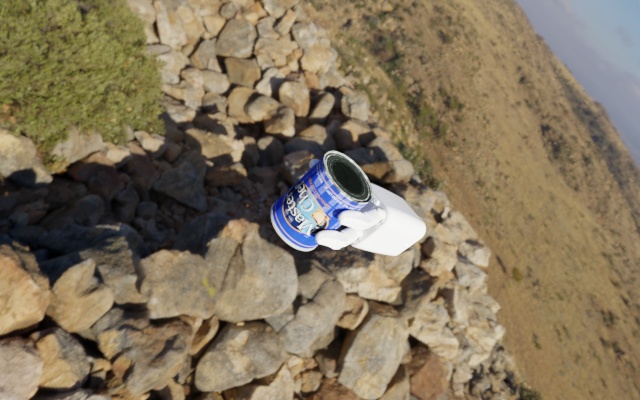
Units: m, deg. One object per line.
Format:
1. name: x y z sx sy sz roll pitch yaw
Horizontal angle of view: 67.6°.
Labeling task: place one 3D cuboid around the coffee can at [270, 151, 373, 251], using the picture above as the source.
1. coffee can: 0.000 0.003 0.774 0.103 0.102 0.140 0 -35 -50
